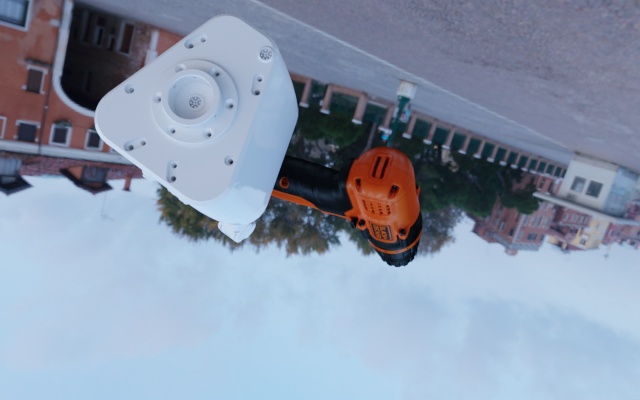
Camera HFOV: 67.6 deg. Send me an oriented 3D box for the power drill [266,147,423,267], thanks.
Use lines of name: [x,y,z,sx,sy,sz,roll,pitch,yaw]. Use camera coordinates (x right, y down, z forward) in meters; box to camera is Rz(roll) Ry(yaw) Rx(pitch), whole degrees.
power drill: [0.000,0.001,0.437,0.187,0.057,0.184,11,-24,18]
